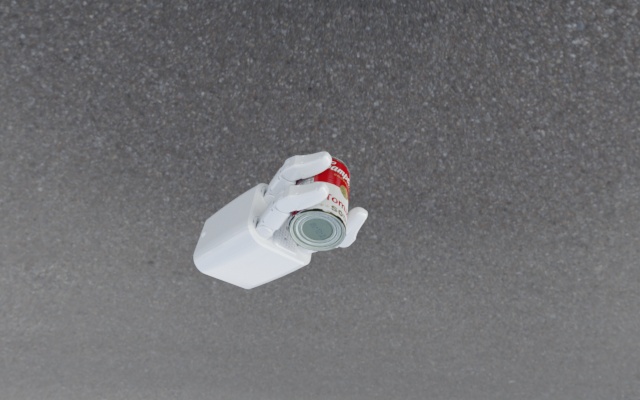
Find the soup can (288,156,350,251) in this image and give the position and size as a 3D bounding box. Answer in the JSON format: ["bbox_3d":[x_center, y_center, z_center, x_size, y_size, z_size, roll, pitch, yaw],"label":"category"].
[{"bbox_3d":[0.001,0.002,0.575,0.068,0.069,0.102,0,42,6],"label":"soup can"}]
